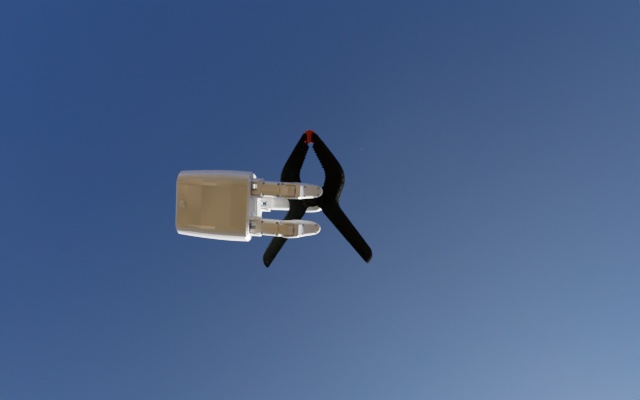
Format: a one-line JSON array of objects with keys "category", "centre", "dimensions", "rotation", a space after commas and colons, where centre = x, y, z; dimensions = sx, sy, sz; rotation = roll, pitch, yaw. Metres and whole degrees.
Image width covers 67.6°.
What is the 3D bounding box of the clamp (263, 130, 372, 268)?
[{"category": "clamp", "centre": [0.000, 0.002, 0.711], "dimensions": [0.164, 0.210, 0.036], "rotation": [4, 7, 2]}]
